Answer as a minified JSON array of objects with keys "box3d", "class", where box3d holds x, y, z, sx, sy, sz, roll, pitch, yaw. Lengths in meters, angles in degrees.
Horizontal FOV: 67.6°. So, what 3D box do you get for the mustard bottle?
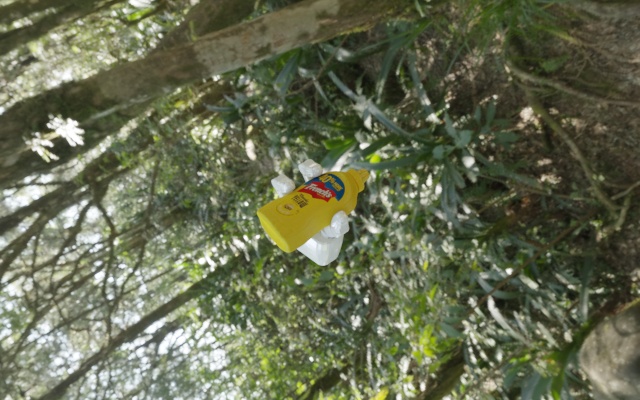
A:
[{"box3d":[0.000,0.002,0.772,0.191,0.058,0.096,-31,41,-18],"class":"mustard bottle"}]
